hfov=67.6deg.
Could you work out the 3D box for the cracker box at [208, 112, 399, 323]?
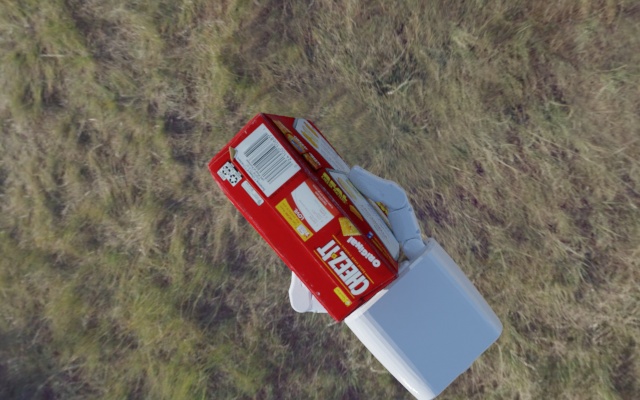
[{"bbox_3d":[0.000,0.001,0.464,0.072,0.164,0.213,-41,0,12],"label":"cracker box"}]
